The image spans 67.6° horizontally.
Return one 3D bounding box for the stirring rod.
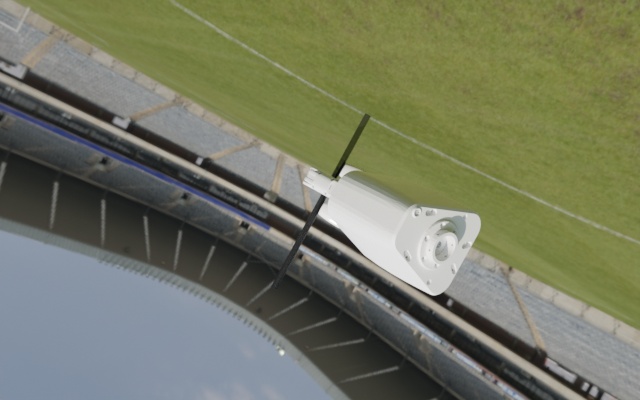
[{"bbox_3d":[0.000,0.002,0.582,0.011,0.239,0.011,29,2,-1],"label":"stirring rod"}]
